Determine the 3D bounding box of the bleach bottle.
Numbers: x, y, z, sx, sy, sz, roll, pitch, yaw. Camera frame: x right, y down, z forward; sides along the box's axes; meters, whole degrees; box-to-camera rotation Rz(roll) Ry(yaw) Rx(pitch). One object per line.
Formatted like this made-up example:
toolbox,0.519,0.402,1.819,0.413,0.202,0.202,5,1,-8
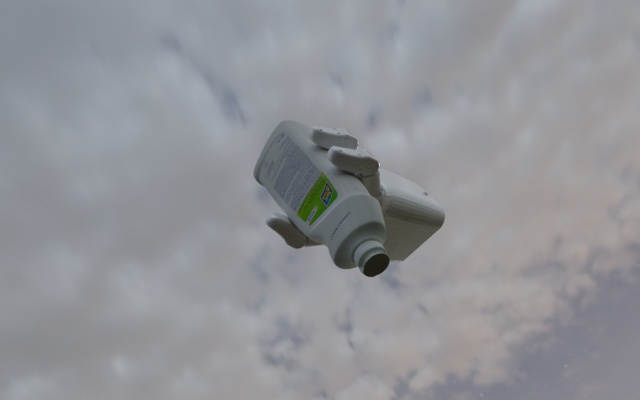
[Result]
bleach bottle,0.000,0.002,0.542,0.068,0.102,0.250,15,24,-34
